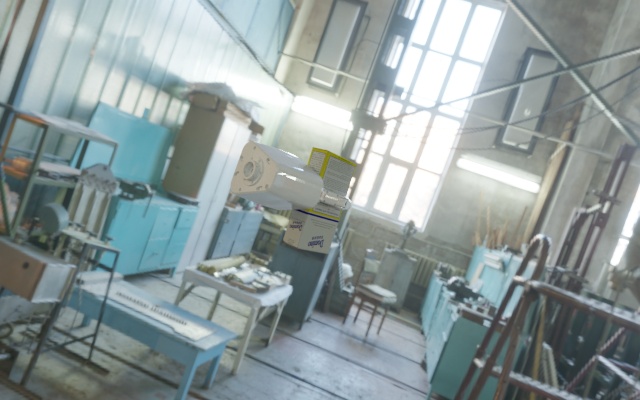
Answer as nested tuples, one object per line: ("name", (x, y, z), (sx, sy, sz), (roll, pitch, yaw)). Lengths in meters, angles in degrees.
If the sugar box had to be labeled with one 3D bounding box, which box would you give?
("sugar box", (0.000, 0.003, 0.856), (0.048, 0.176, 0.093), (21, 1, 40))
